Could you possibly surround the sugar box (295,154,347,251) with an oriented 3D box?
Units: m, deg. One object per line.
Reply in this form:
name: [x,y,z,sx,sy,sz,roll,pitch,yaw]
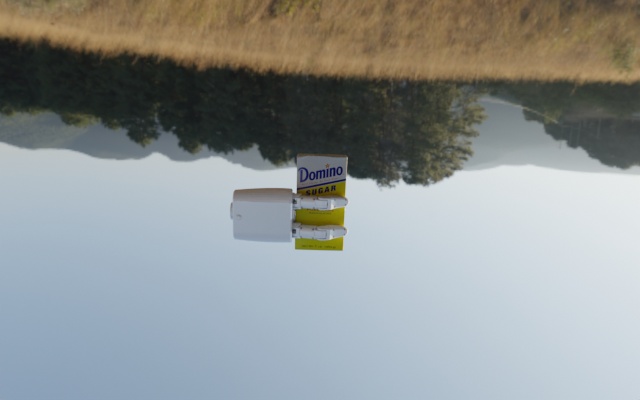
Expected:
sugar box: [0.000,0.003,0.885,0.093,0.176,0.048,1,12,-1]
